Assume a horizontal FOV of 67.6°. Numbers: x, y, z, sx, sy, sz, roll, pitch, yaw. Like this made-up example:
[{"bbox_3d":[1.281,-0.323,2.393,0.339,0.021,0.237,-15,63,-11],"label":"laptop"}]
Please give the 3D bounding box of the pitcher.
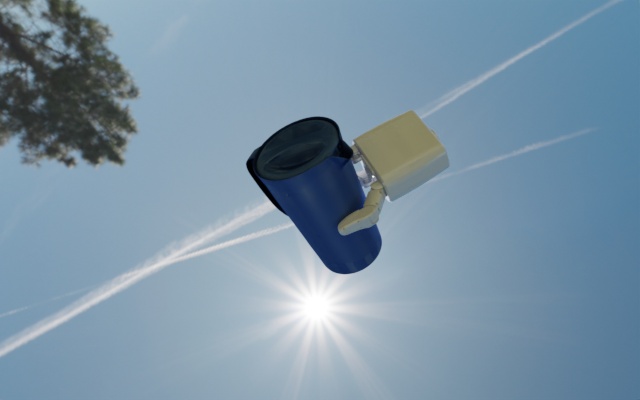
[{"bbox_3d":[0.000,0.002,0.738,0.145,0.243,0.149,-30,38,-2],"label":"pitcher"}]
